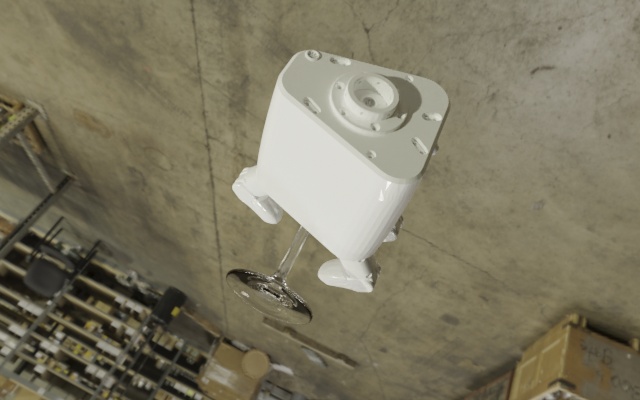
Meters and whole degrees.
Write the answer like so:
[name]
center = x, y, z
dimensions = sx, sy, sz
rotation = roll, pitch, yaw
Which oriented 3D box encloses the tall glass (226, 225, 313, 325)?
[tall glass]
center = 0.000, 0.002, 0.419
dimensions = 0.079, 0.201, 0.079
rotation = 20, -33, 14
